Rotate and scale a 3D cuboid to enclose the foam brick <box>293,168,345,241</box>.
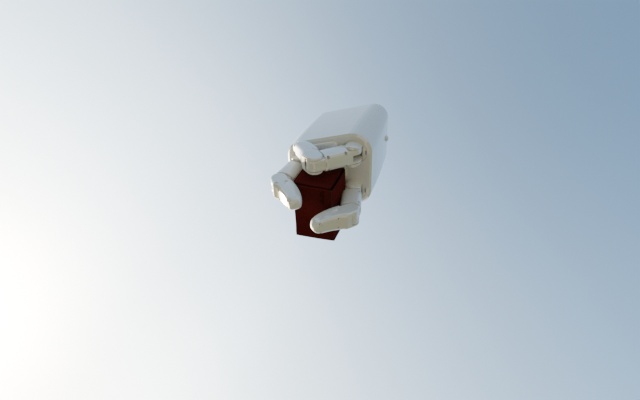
[{"bbox_3d":[0.000,0.002,0.591,0.053,0.078,0.051,10,36,17],"label":"foam brick"}]
